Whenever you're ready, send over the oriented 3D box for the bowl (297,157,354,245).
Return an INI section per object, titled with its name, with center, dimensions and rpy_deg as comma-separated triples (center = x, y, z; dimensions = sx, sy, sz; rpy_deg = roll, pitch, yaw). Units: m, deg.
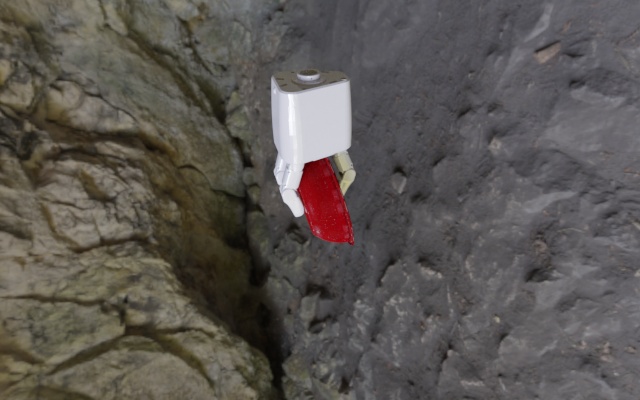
[bowl]
center = 0.000, 0.004, 0.750
dimensions = 0.055, 0.162, 0.162
rpy_deg = -19, 2, -5
